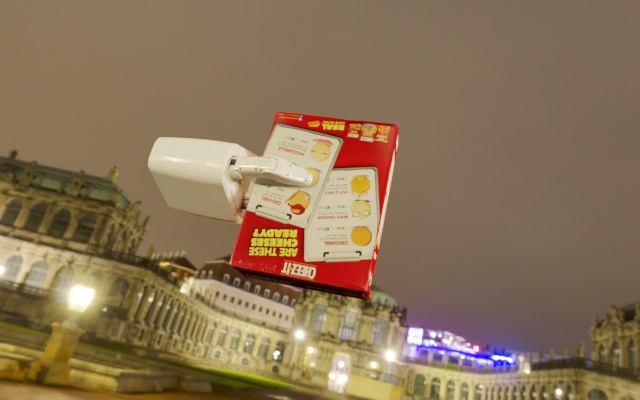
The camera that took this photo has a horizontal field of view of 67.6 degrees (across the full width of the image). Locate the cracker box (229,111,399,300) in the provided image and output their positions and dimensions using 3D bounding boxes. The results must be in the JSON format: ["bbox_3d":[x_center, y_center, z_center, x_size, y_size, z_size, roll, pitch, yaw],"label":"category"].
[{"bbox_3d":[0.000,0.002,0.597,0.164,0.213,0.072,9,-21,13],"label":"cracker box"}]
